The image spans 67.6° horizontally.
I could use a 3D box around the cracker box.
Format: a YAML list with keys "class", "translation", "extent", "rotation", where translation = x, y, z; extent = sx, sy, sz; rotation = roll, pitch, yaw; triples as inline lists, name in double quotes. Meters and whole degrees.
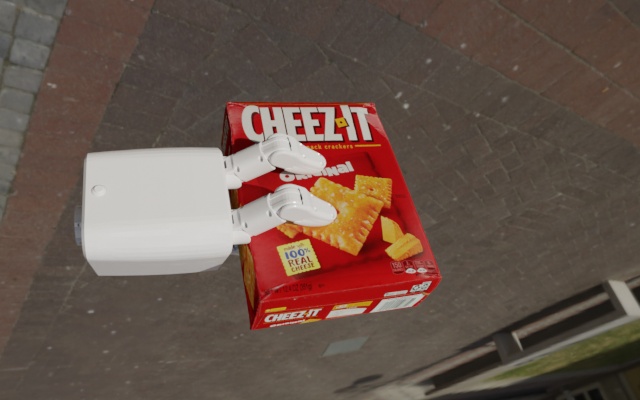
- class: "cracker box"
  translation: [0.000, 0.002, 0.458]
  extent: [0.164, 0.213, 0.072]
  rotation: [-3, -33, -19]
